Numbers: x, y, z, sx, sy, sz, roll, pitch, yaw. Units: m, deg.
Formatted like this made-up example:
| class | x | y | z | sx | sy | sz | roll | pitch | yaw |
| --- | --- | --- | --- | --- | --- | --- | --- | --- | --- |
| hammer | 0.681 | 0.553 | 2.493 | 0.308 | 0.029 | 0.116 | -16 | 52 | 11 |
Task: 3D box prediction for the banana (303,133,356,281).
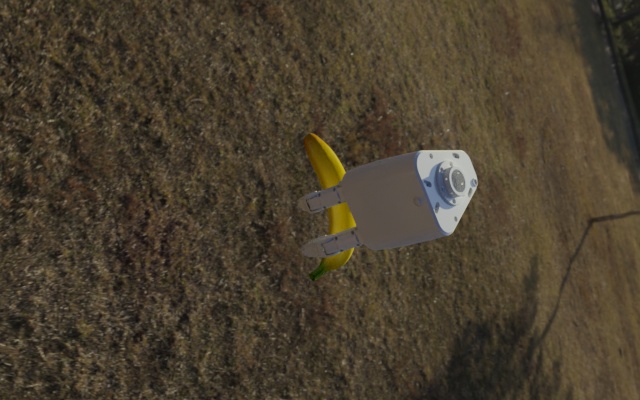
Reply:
| class | x | y | z | sx | sy | sz | roll | pitch | yaw |
| --- | --- | --- | --- | --- | --- | --- | --- | --- | --- |
| banana | 0.016 | 0.006 | 0.643 | 0.069 | 0.197 | 0.037 | 3 | -12 | -34 |
